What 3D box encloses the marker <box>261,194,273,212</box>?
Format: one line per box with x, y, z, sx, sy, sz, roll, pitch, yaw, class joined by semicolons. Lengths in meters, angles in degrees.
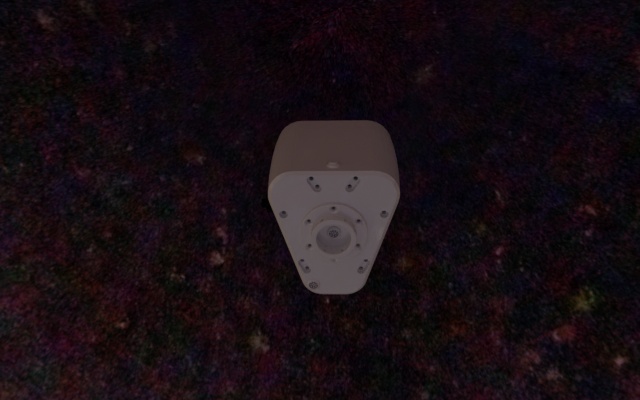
0.000;0.002;0.487;0.121;0.020;0.020;-1;0;2;marker
